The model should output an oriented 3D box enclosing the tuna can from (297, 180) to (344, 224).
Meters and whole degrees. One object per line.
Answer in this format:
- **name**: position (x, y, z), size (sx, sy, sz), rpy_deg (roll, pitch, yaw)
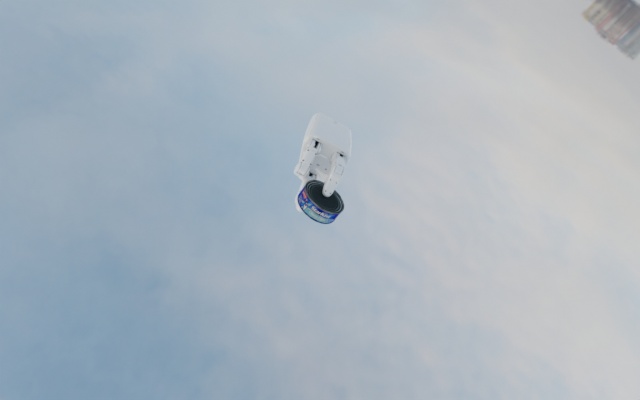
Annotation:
- **tuna can**: position (0.000, 0.003, 0.893), size (0.086, 0.086, 0.034), rpy_deg (0, -43, -45)
